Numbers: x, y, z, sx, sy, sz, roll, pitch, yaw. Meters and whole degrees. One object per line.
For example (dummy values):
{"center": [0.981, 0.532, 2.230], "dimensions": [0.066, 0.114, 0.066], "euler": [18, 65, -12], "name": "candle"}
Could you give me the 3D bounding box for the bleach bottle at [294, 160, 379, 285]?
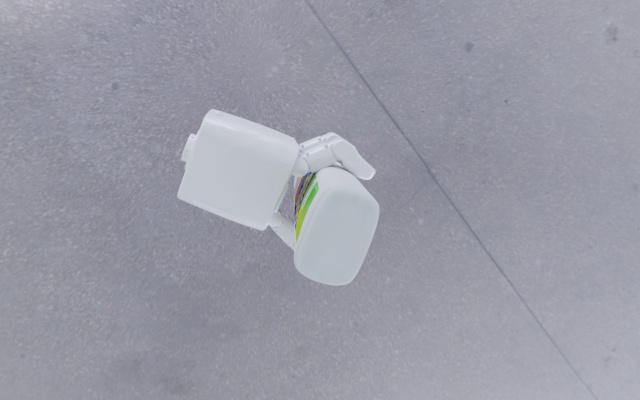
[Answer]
{"center": [0.000, 0.002, 0.572], "dimensions": [0.068, 0.102, 0.250], "euler": [19, 12, -13], "name": "bleach bottle"}
